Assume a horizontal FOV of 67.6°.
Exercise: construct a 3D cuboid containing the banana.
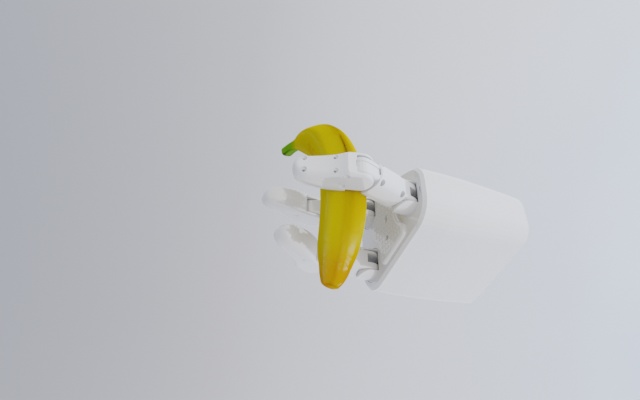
[{"bbox_3d":[0.008,-0.015,0.403,0.037,0.070,0.197,19,29,-25],"label":"banana"}]
